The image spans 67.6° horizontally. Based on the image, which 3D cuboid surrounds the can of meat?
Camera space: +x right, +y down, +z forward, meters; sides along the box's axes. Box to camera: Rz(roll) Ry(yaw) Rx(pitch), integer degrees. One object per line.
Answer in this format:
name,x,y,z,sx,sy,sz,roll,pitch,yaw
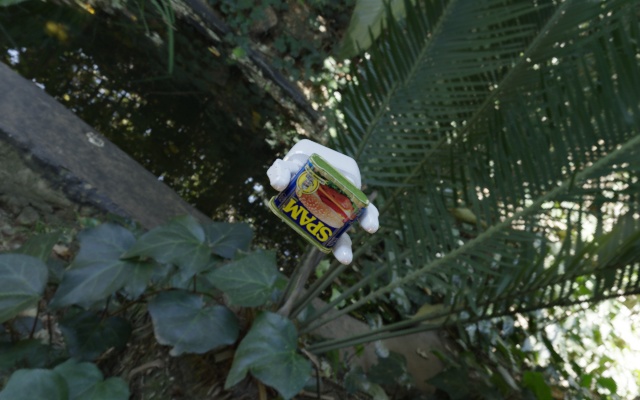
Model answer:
can of meat,0.000,0.002,0.611,0.102,0.084,0.057,40,16,-6
